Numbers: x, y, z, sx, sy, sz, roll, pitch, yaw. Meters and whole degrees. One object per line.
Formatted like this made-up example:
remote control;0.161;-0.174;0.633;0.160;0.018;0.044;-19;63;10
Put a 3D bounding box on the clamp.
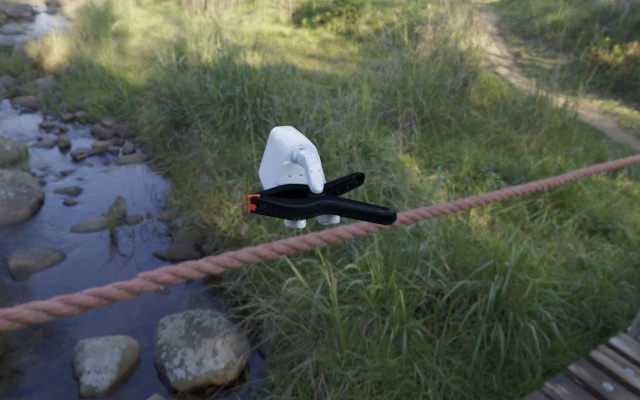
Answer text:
clamp;0.000;0.002;0.709;0.210;0.036;0.164;-6;25;-18
